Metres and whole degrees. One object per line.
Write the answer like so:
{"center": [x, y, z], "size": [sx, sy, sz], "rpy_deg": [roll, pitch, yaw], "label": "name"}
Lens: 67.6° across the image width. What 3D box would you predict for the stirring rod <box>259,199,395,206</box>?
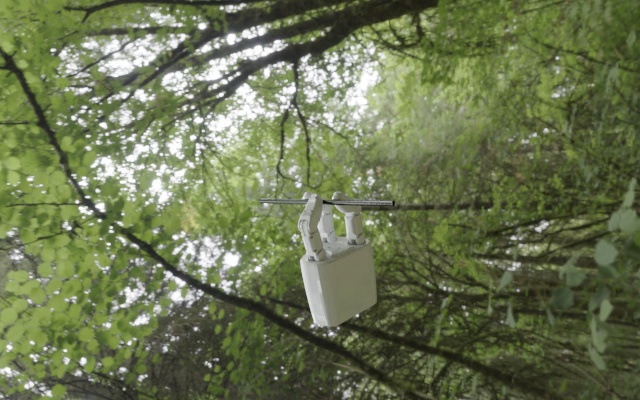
{"center": [0.000, 0.002, 0.709], "size": [0.239, 0.011, 0.011], "rpy_deg": [1, 0, 36], "label": "stirring rod"}
